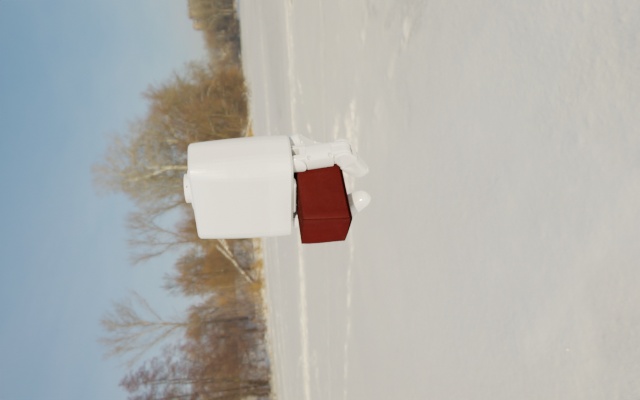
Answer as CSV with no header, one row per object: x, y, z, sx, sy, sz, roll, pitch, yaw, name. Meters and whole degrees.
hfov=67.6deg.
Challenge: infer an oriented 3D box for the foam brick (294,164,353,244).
0.000,0.002,0.523,0.051,0.078,0.053,-4,-33,-9,foam brick
